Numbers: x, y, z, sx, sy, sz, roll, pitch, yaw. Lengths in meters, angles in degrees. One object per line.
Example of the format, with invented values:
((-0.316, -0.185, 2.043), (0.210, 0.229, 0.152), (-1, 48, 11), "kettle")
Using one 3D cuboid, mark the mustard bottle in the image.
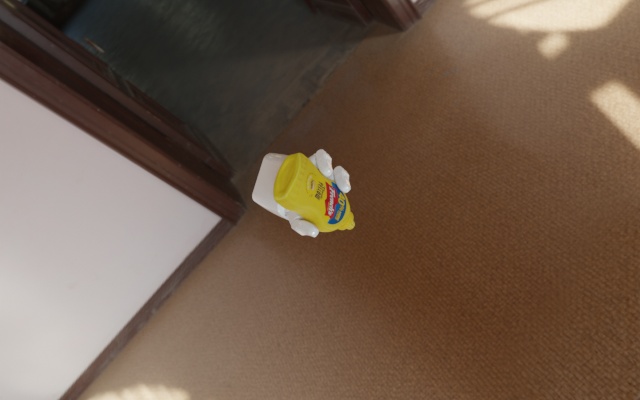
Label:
((0.000, 0.003, 0.865), (0.058, 0.096, 0.192), (-11, -37, 39), "mustard bottle")
